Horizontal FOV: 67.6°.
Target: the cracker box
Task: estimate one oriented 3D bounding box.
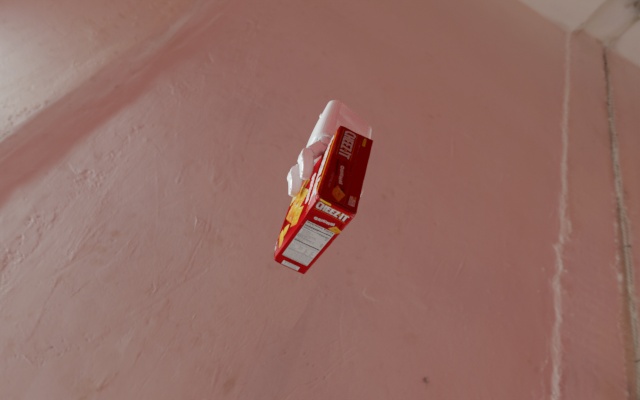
[{"bbox_3d":[0.000,0.003,0.812,0.072,0.164,0.214,24,-40,-10],"label":"cracker box"}]
